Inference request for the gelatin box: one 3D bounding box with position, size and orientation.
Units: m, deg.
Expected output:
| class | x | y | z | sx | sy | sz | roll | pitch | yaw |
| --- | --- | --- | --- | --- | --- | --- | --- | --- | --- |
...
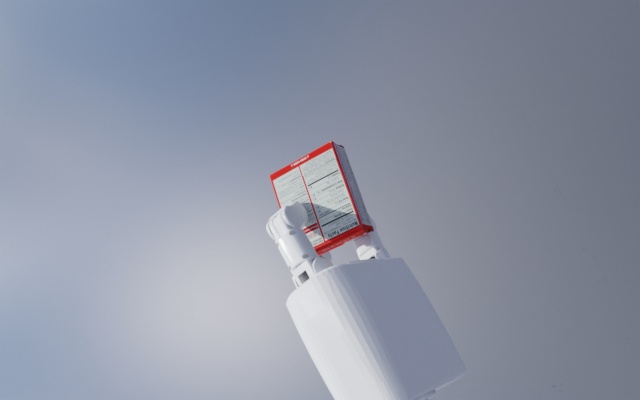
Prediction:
| class | x | y | z | sx | sy | sz | roll | pitch | yaw |
| --- | --- | --- | --- | --- | --- | --- | --- | --- | --- |
| gelatin box | 0.000 | 0.001 | 0.441 | 0.073 | 0.089 | 0.030 | -27 | -19 | 23 |
